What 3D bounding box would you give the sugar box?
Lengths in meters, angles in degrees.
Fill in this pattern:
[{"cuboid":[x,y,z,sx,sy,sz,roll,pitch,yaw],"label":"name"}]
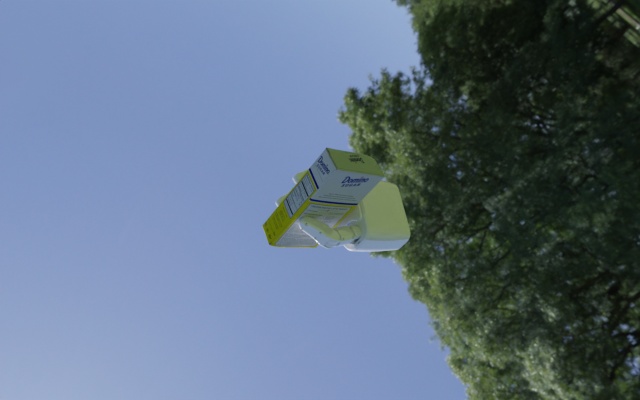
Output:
[{"cuboid":[0.000,0.002,0.683,0.093,0.048,0.176,6,-44,-41],"label":"sugar box"}]
